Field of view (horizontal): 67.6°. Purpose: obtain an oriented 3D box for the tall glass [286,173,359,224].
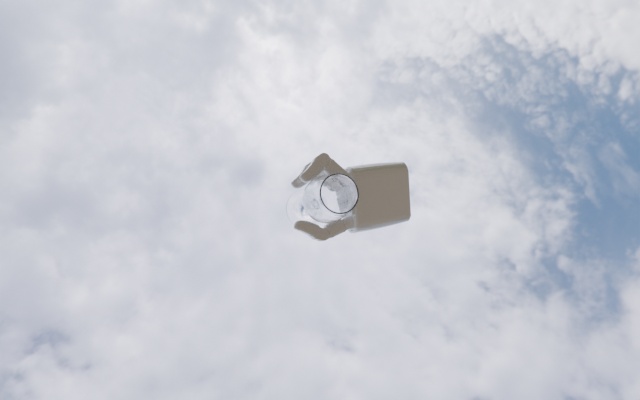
[{"bbox_3d":[0.000,0.003,0.803,0.079,0.079,0.201,0,-7,-17],"label":"tall glass"}]
